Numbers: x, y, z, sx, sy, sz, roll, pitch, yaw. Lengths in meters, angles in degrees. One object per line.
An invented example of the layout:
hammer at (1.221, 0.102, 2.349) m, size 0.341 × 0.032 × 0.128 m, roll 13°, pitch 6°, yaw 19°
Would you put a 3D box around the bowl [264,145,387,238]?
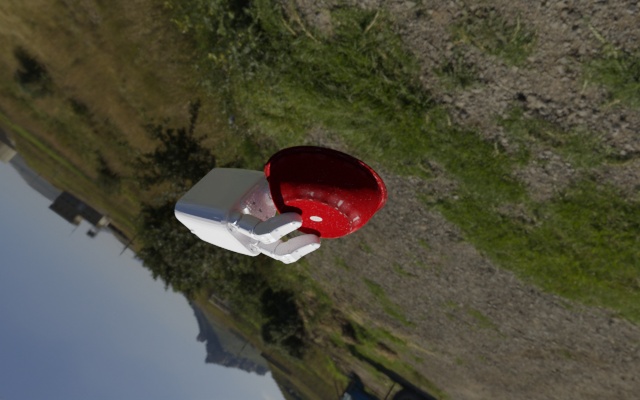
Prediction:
bowl at (0.001, 0.002, 0.601) m, size 0.162 × 0.055 × 0.162 m, roll 11°, pitch -31°, yaw 7°
